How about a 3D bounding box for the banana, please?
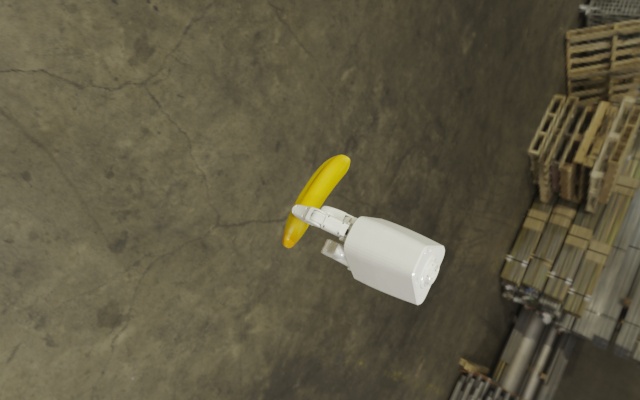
[{"bbox_3d":[0.000,-0.012,0.748,0.037,0.197,0.070,22,-35,25],"label":"banana"}]
